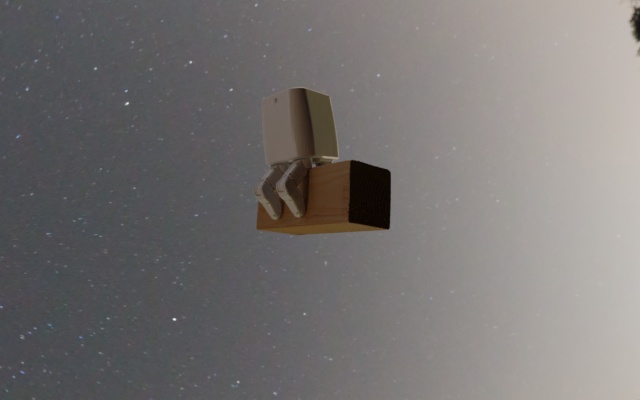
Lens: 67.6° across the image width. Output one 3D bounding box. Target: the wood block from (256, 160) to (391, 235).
[{"bbox_3d":[0.000,0.002,0.739,0.091,0.090,0.206,10,-12,-42],"label":"wood block"}]
